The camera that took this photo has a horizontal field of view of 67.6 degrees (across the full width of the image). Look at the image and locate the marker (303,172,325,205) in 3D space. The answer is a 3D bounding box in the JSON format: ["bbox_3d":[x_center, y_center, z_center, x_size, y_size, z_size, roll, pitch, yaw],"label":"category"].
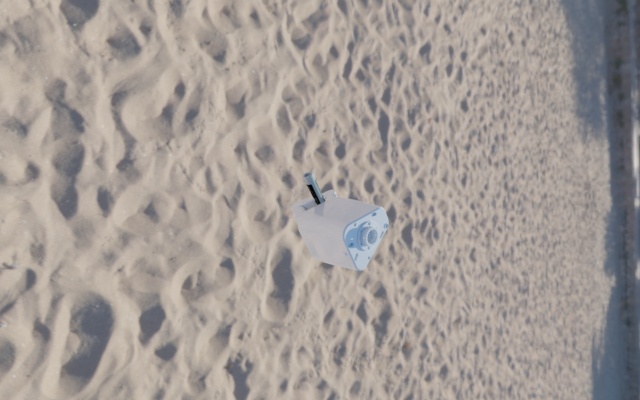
[{"bbox_3d":[0.000,0.003,0.847,0.020,0.121,0.020,-18,31,11],"label":"marker"}]
